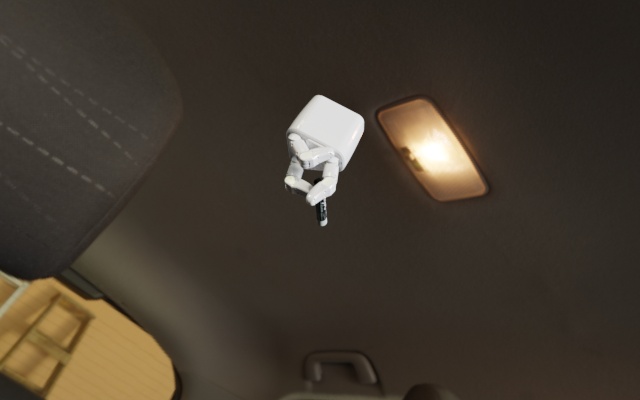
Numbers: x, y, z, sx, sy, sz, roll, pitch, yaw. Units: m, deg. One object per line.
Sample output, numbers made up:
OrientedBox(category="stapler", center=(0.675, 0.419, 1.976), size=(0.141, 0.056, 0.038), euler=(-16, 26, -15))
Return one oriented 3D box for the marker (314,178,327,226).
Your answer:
OrientedBox(category="marker", center=(0.000, 0.003, 0.841), size=(0.020, 0.020, 0.121), euler=(0, -39, 3))
